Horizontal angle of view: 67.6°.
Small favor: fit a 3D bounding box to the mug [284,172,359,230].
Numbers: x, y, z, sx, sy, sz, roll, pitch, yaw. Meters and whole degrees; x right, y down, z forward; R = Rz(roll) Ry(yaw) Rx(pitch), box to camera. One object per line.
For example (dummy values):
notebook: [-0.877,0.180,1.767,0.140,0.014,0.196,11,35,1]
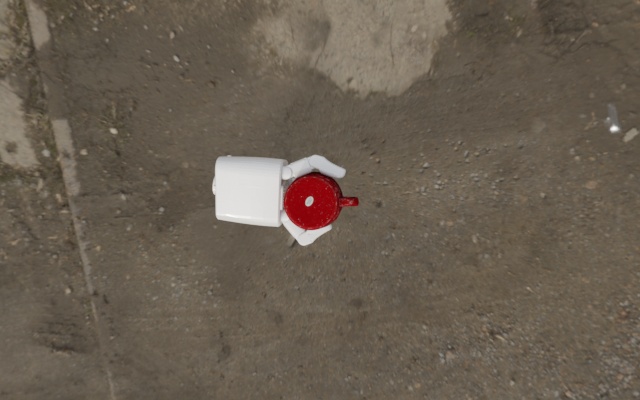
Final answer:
mug: [0.002,0.003,0.731,0.117,0.093,0.081,3,3,3]
